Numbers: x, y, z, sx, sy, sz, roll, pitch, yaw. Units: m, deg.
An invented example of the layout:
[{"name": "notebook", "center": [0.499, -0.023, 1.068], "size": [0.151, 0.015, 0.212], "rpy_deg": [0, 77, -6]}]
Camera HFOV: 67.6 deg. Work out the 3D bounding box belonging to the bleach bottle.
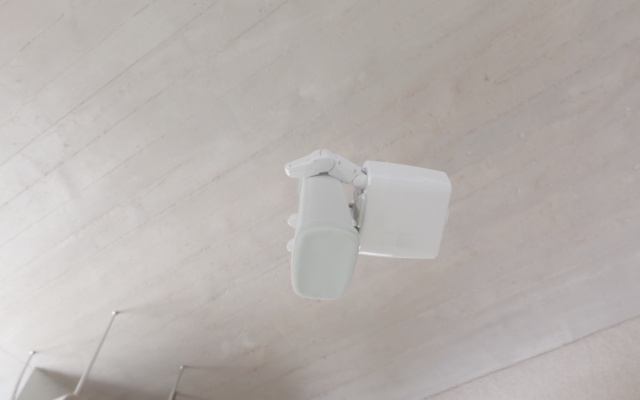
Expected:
[{"name": "bleach bottle", "center": [0.000, 0.002, 0.597], "size": [0.068, 0.103, 0.250], "rpy_deg": [6, 33, -6]}]
